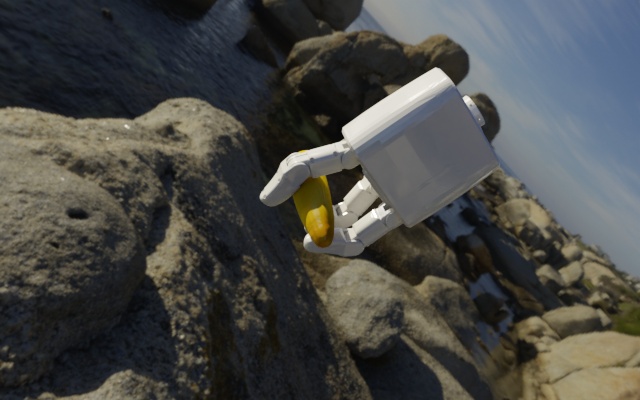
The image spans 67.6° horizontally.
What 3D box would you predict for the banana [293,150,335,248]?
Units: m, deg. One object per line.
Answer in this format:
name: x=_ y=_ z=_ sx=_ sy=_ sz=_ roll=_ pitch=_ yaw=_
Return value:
banana: x=-0.008 y=-0.015 z=0.506 sx=0.037 sy=0.070 sz=0.197 roll=-26 pitch=16 yaw=5
